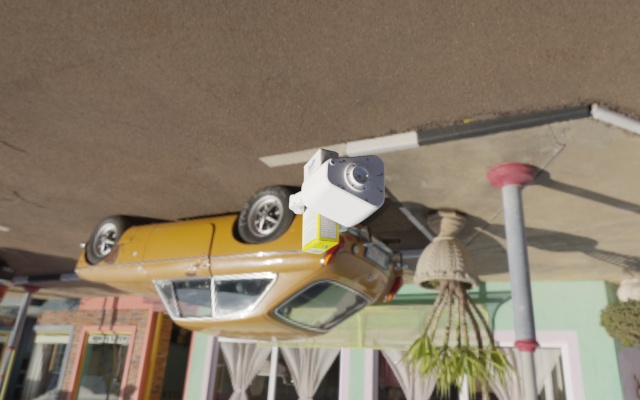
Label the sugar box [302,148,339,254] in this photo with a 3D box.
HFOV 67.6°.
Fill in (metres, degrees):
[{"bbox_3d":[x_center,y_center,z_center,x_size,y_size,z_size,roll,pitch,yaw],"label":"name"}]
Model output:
[{"bbox_3d":[0.001,0.003,0.886,0.048,0.176,0.093,11,-22,-19],"label":"sugar box"}]
